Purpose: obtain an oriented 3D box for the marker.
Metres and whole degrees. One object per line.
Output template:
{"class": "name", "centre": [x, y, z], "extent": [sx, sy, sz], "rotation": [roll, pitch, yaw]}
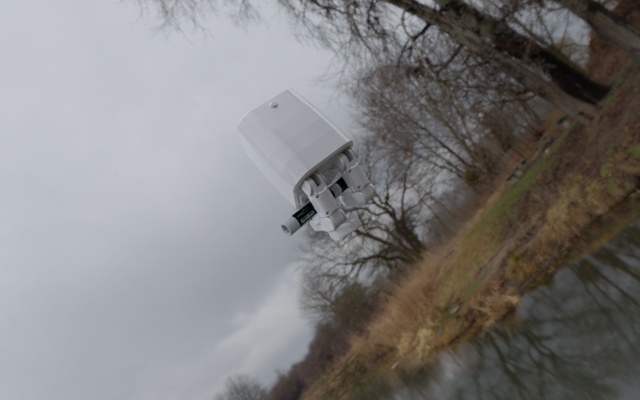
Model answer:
{"class": "marker", "centre": [0.000, 0.002, 0.593], "extent": [0.121, 0.020, 0.020], "rotation": [-38, 21, -29]}
